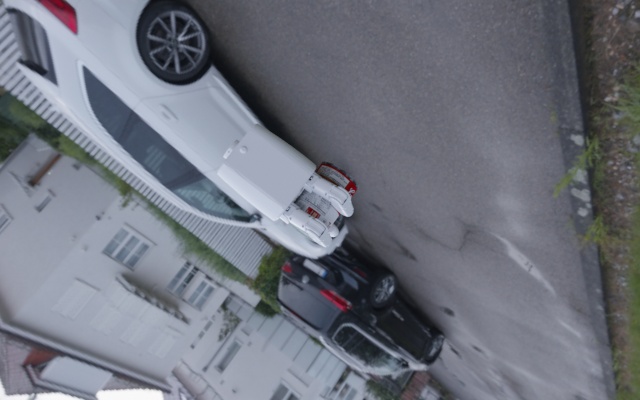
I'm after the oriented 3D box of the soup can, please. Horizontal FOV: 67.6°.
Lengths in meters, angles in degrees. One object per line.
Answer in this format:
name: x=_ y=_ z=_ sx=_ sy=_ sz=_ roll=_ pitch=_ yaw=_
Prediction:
soup can: x=0.000 y=0.003 z=0.706 sx=0.068 sy=0.102 sz=0.068 roll=34 pitch=-13 yaw=9
